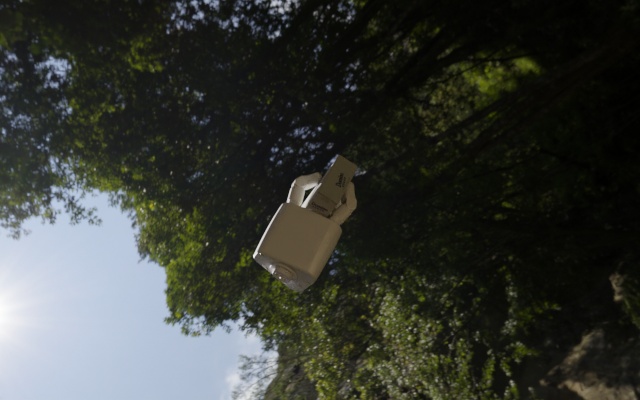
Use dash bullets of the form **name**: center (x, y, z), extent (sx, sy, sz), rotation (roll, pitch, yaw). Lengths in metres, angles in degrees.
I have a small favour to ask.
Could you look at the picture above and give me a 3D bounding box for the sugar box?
- **sugar box**: center (0.001, 0.003, 0.857), extent (0.048, 0.093, 0.176), rotation (33, -33, -6)
